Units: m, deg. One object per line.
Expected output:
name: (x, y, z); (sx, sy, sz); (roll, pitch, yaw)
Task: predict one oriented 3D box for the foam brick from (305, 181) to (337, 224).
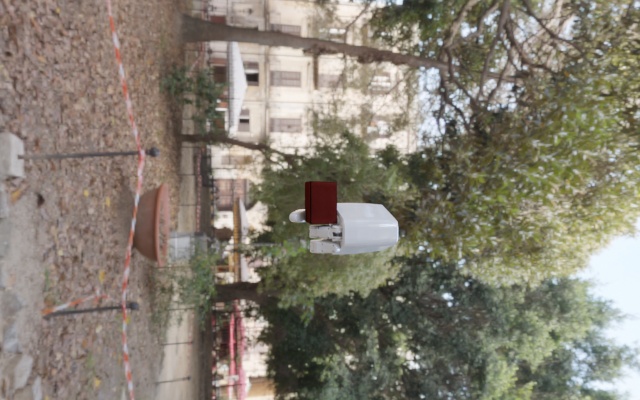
foam brick: (0.000, 0.003, 0.881); (0.051, 0.078, 0.053); (-1, 3, -11)
